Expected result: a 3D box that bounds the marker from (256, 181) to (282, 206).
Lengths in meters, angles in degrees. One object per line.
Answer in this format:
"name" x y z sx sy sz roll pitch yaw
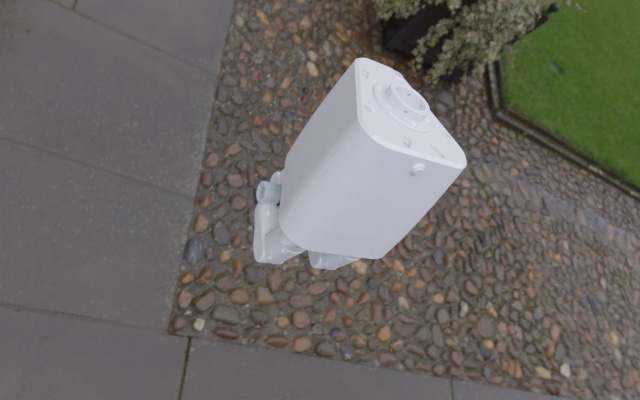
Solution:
"marker" 0.000 0.001 0.435 0.121 0.020 0.020 10 -5 -32
